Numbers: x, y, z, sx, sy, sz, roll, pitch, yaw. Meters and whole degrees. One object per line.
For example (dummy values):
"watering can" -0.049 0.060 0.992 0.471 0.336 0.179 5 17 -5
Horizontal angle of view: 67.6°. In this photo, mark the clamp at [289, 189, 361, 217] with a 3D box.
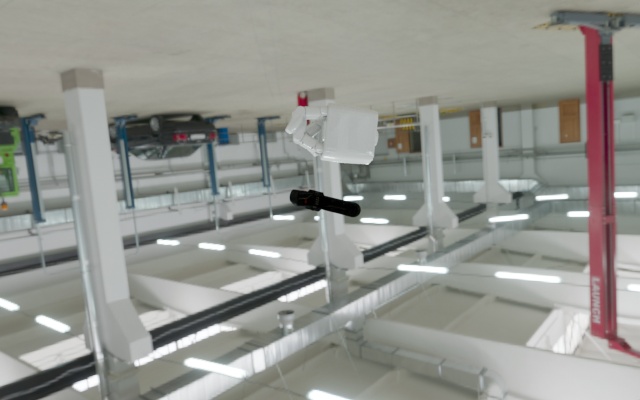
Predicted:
"clamp" 0.000 0.003 0.844 0.120 0.039 0.171 18 2 -9
